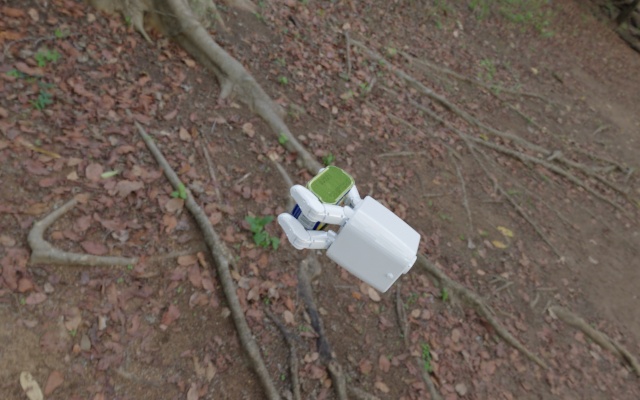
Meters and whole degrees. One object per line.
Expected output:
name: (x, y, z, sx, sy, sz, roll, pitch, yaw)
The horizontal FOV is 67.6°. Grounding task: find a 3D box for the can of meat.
can of meat: (0.000, 0.002, 0.738, 0.057, 0.084, 0.102, 37, 38, 7)
